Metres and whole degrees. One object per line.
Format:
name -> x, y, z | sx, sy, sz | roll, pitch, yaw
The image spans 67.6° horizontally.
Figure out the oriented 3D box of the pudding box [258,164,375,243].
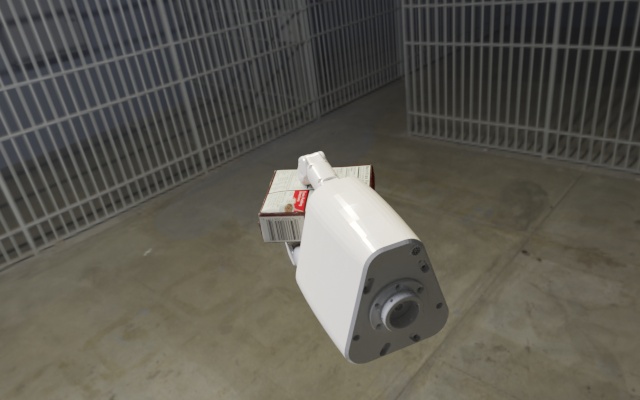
pudding box -> 0.000, 0.002, 0.495 | 0.113, 0.039, 0.090 | -1, 32, 9
